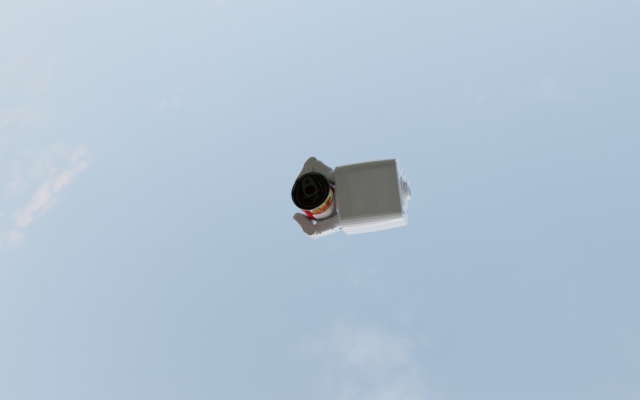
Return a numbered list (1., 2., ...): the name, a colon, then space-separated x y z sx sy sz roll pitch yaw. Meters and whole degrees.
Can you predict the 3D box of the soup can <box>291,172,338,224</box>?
1. soup can: 0.000 0.003 0.820 0.068 0.068 0.102 0 -22 21
